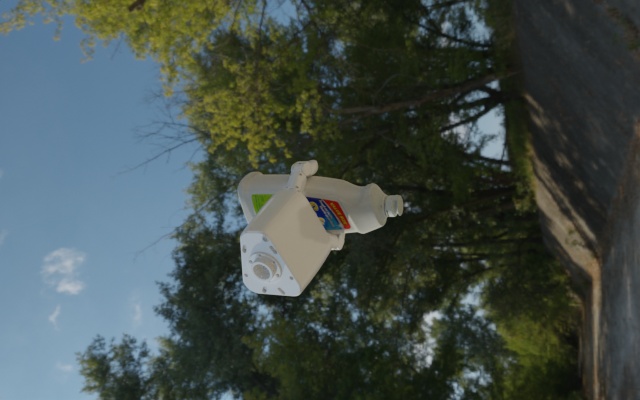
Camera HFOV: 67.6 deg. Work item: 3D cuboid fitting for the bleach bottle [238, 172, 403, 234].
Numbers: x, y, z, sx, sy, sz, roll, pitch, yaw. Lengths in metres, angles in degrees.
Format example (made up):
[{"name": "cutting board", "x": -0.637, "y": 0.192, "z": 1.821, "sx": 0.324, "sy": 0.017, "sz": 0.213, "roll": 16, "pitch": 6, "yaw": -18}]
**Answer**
[{"name": "bleach bottle", "x": 0.000, "y": 0.002, "z": 0.735, "sx": 0.251, "sy": 0.103, "sz": 0.068, "roll": -1, "pitch": 28, "yaw": 26}]
